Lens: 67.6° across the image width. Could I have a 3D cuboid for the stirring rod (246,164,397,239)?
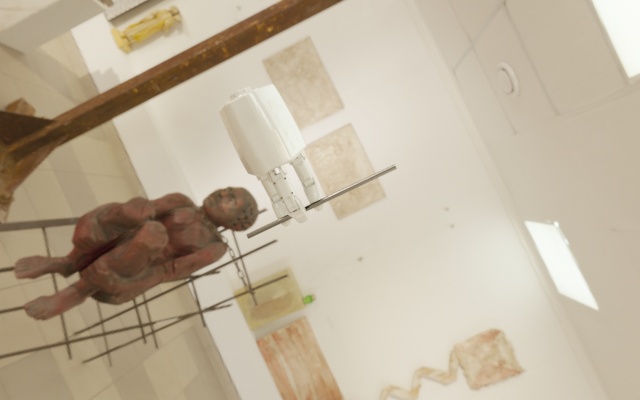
[{"bbox_3d":[0.000,0.002,0.698,0.239,0.011,0.011,-25,-2,5],"label":"stirring rod"}]
